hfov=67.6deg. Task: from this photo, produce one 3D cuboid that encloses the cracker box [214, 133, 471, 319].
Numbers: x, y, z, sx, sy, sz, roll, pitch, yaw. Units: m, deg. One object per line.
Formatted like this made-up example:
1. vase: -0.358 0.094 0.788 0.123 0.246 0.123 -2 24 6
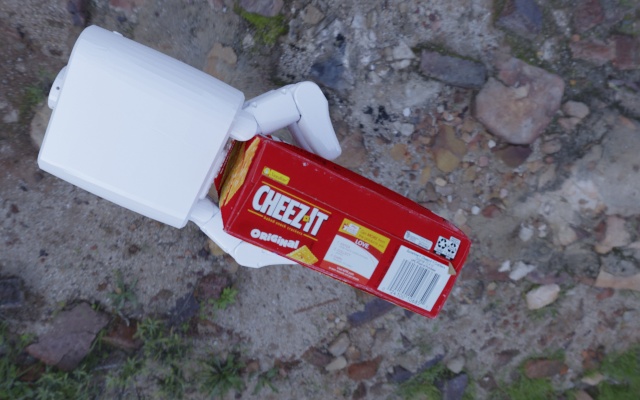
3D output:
1. cracker box: 0.000 0.002 0.405 0.164 0.072 0.213 25 5 -17
